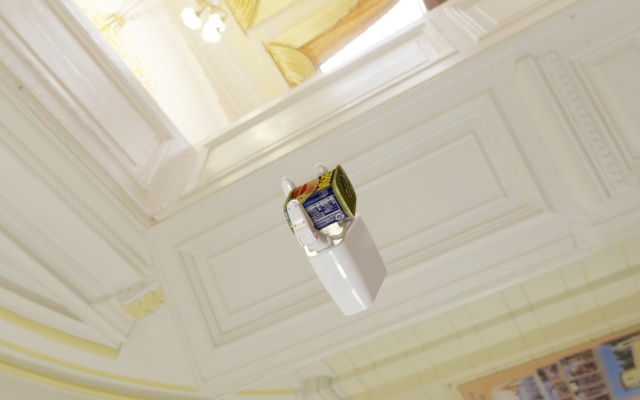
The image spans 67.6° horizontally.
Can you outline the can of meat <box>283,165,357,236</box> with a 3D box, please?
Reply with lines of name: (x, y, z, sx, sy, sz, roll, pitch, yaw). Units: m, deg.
can of meat: (0.000, 0.002, 0.664, 0.084, 0.057, 0.102, -26, 16, 15)
